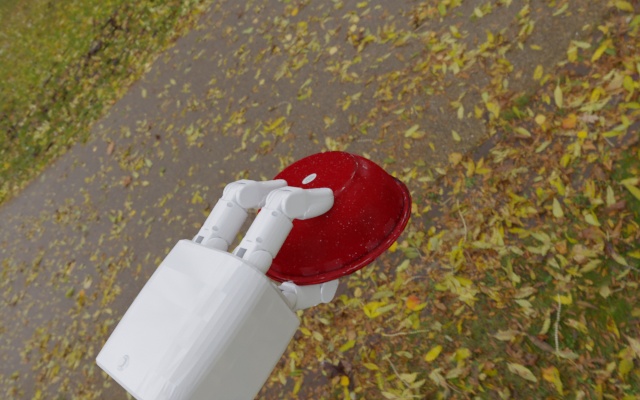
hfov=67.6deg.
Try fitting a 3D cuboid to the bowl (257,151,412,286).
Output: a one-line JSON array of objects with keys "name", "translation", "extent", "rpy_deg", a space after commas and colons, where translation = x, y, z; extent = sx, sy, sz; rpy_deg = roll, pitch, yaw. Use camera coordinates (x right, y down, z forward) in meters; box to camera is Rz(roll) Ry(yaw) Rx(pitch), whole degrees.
[{"name": "bowl", "translation": [0.000, 0.000, 0.448], "extent": [0.162, 0.055, 0.162], "rpy_deg": [-18, 32, 12]}]
